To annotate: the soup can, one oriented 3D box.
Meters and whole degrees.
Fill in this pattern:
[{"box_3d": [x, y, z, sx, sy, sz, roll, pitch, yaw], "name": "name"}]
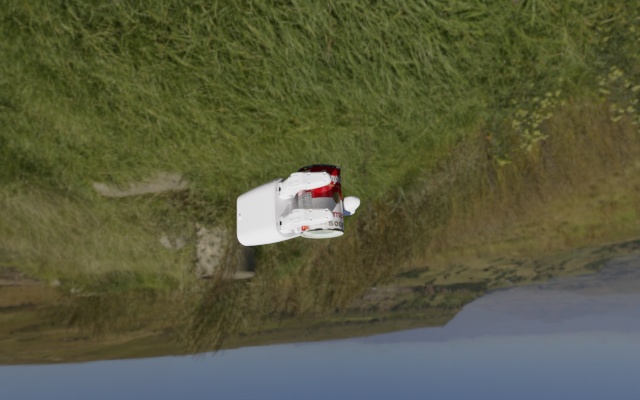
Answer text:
[{"box_3d": [0.001, 0.003, 0.735, 0.068, 0.102, 0.068, -2, -14, -1], "name": "soup can"}]
